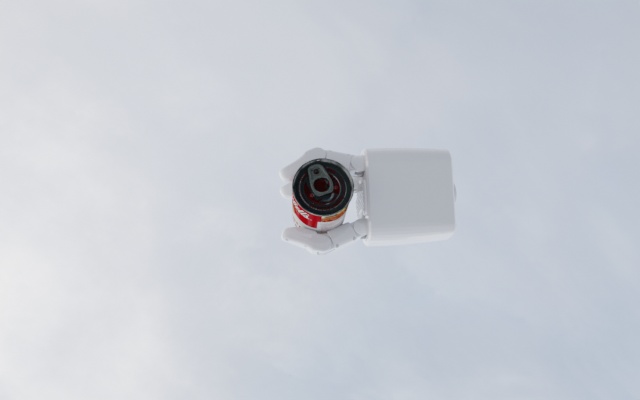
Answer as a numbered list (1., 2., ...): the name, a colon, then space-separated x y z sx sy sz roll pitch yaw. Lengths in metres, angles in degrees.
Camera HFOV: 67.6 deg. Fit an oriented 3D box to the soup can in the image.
1. soup can: 0.000 0.002 0.565 0.068 0.068 0.102 0 -20 -4
